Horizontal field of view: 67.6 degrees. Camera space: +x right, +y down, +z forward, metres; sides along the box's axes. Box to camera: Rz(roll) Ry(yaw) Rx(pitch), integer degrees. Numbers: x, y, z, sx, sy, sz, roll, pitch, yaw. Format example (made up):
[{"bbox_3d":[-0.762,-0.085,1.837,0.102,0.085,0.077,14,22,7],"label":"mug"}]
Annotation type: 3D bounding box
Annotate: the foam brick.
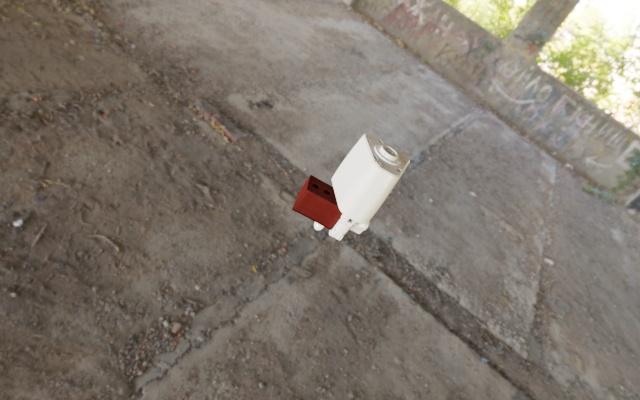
[{"bbox_3d":[0.000,0.003,0.825,0.078,0.051,0.053,28,33,-10],"label":"foam brick"}]
